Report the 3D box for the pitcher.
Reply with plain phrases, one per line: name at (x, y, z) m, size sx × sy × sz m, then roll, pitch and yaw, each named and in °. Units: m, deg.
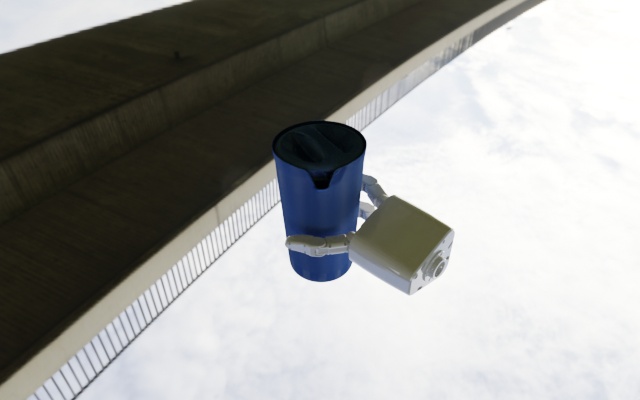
pitcher at (0.000, 0.003, 0.747) m, size 0.145 × 0.243 × 0.149 m, roll 28°, pitch 47°, yaw 31°
